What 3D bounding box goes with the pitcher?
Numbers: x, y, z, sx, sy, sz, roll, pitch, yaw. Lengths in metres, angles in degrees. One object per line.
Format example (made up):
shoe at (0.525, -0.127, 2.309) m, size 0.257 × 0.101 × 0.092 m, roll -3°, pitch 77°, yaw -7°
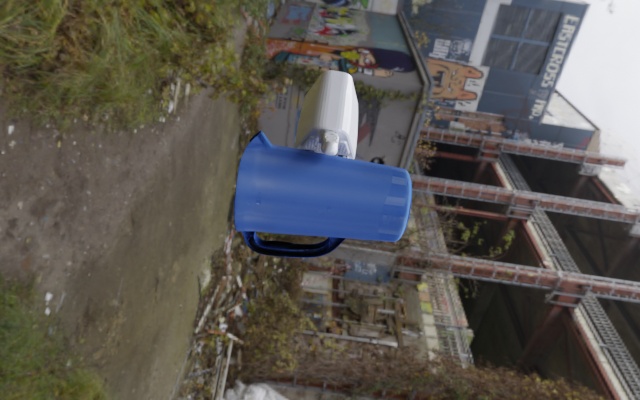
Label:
pitcher at (0.000, 0.002, 0.694) m, size 0.243 × 0.145 × 0.149 m, roll 8°, pitch -23°, yaw -2°
